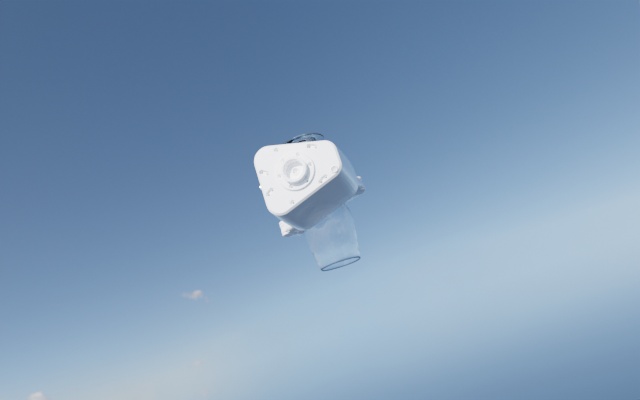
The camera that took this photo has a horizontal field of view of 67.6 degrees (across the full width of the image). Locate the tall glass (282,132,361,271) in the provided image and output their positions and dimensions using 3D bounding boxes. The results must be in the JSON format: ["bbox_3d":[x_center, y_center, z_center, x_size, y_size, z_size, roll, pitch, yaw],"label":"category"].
[{"bbox_3d":[0.000,0.002,0.725,0.079,0.201,0.079,-17,-15,-5],"label":"tall glass"}]
